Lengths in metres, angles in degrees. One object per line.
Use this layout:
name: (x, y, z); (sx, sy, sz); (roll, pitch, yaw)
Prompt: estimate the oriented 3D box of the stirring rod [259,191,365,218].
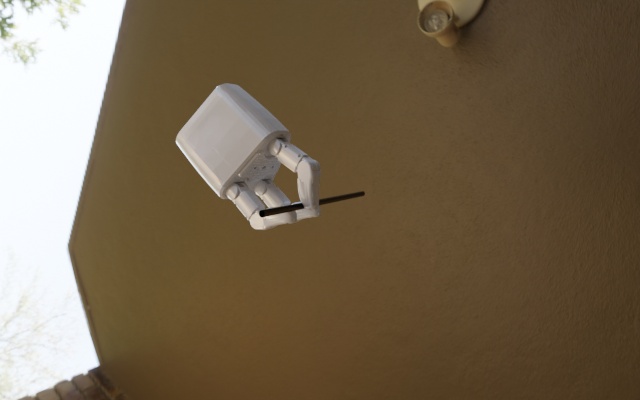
stirring rod: (0.000, 0.002, 0.607); (0.011, 0.011, 0.239); (0, 6, 31)
